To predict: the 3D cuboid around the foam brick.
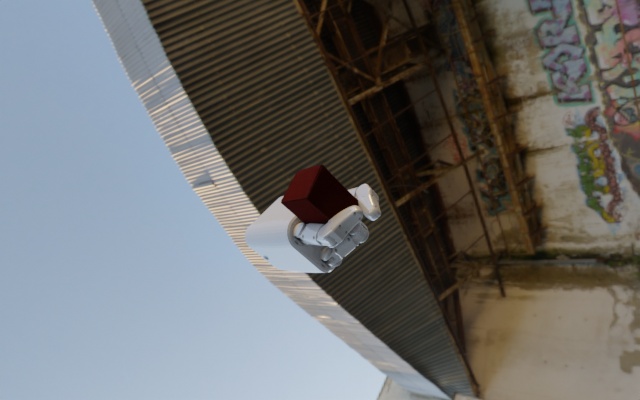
[{"bbox_3d":[0.000,0.002,0.597,0.051,0.053,0.078,-7,-42,47],"label":"foam brick"}]
